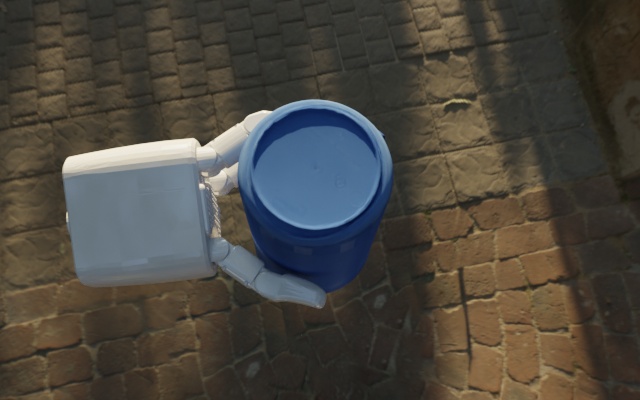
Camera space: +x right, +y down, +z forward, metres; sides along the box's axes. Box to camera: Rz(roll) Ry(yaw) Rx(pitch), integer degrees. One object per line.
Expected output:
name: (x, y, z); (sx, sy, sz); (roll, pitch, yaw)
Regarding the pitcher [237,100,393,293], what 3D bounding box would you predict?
pitcher: (0.000, 0.002, 0.437); (0.145, 0.149, 0.243); (-5, -15, -3)
